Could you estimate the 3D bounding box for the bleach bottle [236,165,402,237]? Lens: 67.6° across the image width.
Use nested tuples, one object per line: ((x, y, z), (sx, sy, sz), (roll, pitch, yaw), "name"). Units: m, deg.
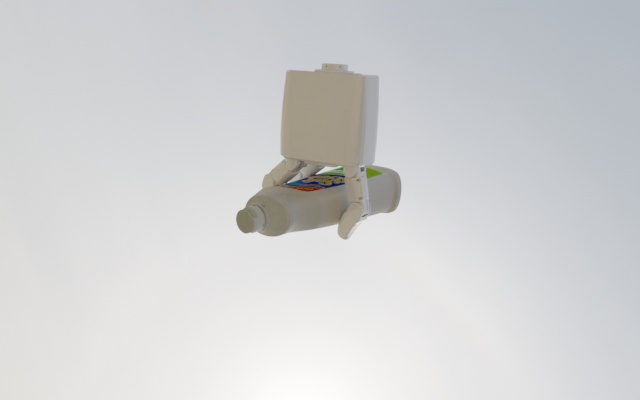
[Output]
((0.000, 0.002, 0.621), (0.102, 0.068, 0.251), (15, 20, 36), "bleach bottle")
